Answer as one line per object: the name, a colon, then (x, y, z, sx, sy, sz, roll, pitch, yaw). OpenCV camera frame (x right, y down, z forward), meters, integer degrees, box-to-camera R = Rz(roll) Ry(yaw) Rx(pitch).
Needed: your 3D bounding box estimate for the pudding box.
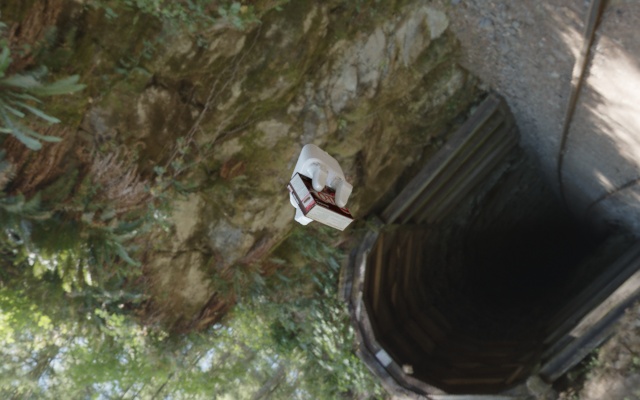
pudding box: (0.000, 0.003, 0.885, 0.113, 0.039, 0.090, 20, 28, -45)
